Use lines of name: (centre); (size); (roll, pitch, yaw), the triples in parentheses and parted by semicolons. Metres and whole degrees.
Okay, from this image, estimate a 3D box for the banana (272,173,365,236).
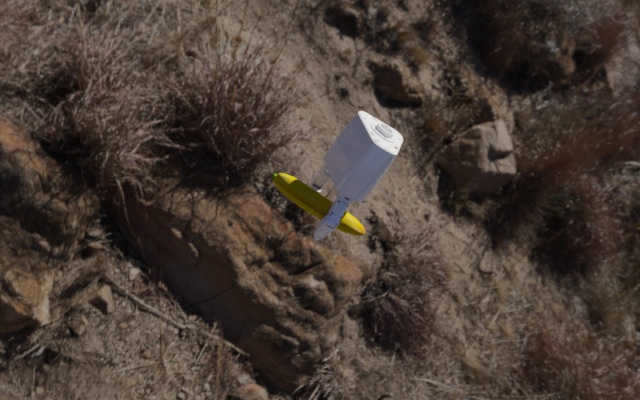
banana: (-0.007, 0.003, 0.830); (0.198, 0.037, 0.069); (34, 14, 7)
